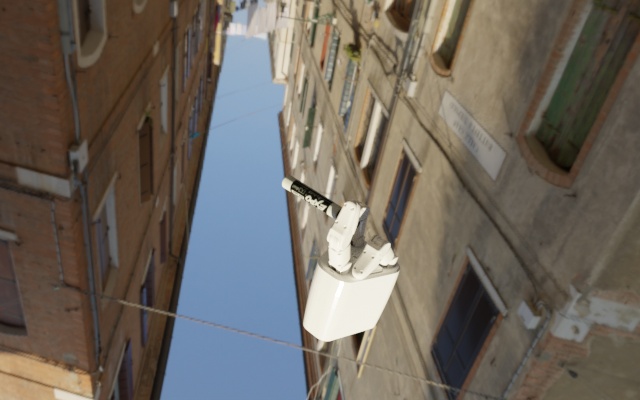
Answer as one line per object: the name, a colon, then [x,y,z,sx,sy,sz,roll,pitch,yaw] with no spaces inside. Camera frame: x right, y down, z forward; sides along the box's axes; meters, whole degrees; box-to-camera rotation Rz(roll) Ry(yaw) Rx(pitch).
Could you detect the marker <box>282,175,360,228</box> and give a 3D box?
marker: [0.000,0.002,0.596,0.121,0.020,0.020,32,17,30]
